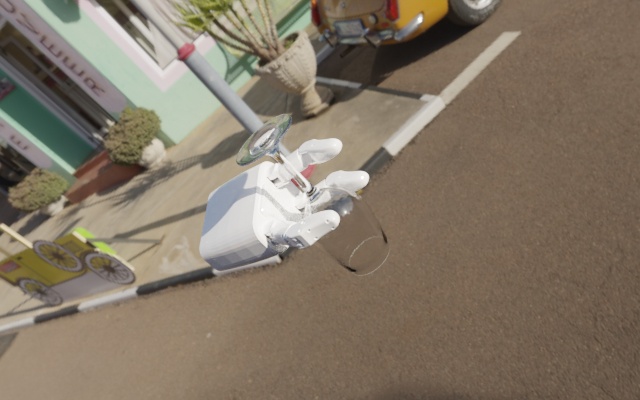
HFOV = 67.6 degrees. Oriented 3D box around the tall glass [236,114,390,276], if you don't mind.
[{"bbox_3d":[0.000,0.001,0.537,0.079,0.079,0.201,0,-41,52],"label":"tall glass"}]
